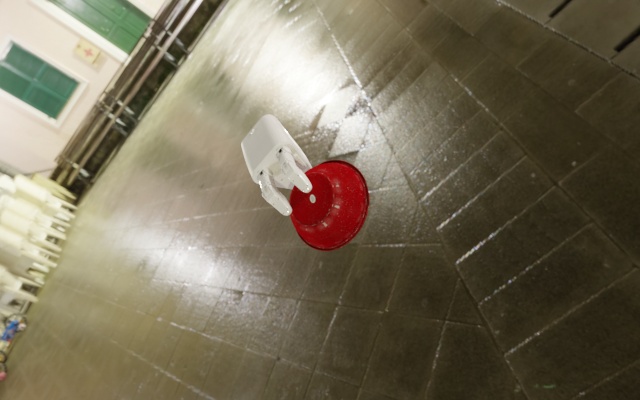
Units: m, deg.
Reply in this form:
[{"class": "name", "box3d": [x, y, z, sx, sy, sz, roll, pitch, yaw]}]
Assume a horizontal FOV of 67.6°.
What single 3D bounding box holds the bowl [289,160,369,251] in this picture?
[{"class": "bowl", "box3d": [0.001, 0.003, 0.807, 0.162, 0.162, 0.055, 0, -11, 36]}]
